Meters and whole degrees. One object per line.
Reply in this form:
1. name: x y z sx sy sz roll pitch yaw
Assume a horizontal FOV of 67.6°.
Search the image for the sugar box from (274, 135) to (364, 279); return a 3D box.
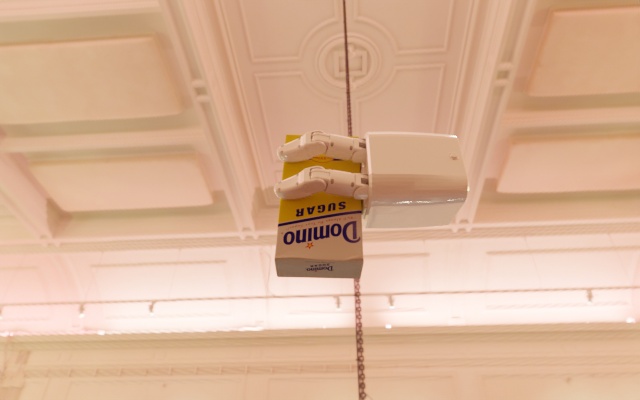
1. sugar box: 0.000 0.001 0.545 0.093 0.176 0.048 1 -39 0
